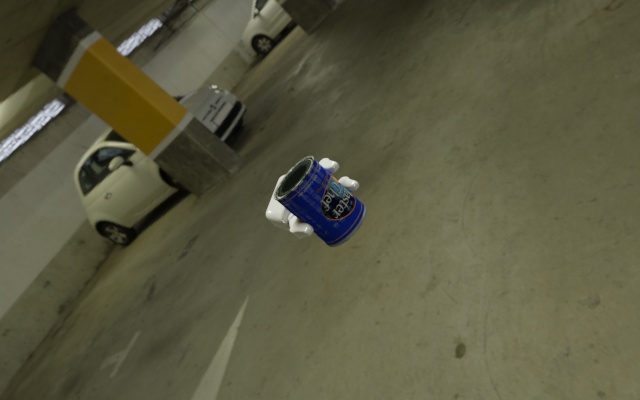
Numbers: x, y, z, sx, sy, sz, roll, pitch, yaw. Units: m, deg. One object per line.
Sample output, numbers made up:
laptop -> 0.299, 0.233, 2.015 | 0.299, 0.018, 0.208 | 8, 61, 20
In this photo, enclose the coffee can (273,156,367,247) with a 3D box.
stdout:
coffee can -> 0.000, 0.003, 0.869 | 0.140, 0.102, 0.103 | 42, -17, -20
